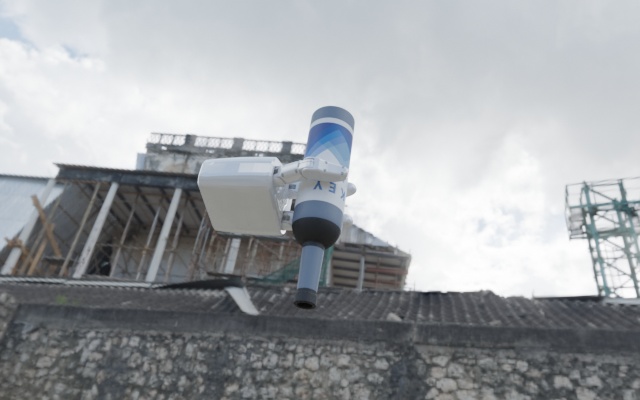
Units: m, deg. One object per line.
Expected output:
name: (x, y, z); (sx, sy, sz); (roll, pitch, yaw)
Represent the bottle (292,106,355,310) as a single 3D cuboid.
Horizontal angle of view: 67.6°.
bottle: (0.000, 0.002, 0.645); (0.069, 0.295, 0.069); (6, -32, 4)
